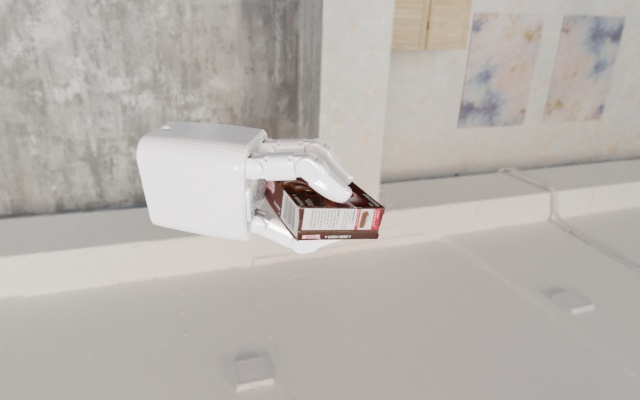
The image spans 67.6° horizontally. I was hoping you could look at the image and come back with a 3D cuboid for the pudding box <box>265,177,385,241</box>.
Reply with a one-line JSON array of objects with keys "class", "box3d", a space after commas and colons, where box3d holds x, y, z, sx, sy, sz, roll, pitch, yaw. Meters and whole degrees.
[{"class": "pudding box", "box3d": [0.000, 0.002, 0.492, 0.090, 0.039, 0.113, 0, 24, -22]}]
